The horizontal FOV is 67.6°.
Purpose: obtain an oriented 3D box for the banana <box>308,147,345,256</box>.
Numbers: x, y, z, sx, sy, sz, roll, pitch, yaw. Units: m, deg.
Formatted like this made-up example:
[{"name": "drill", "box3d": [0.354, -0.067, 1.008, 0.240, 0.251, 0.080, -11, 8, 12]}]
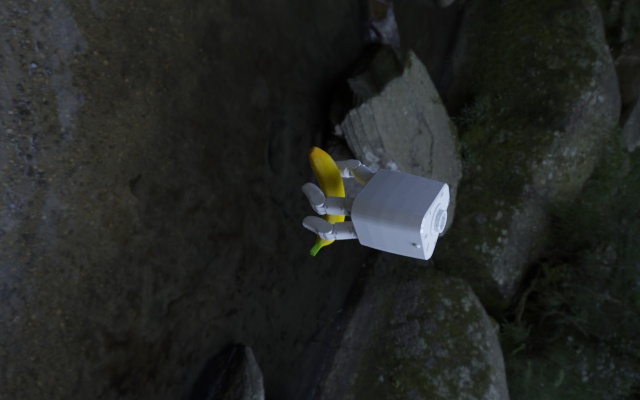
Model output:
[{"name": "banana", "box3d": [0.012, -0.002, 0.771, 0.037, 0.198, 0.069, 20, 35, 33]}]
